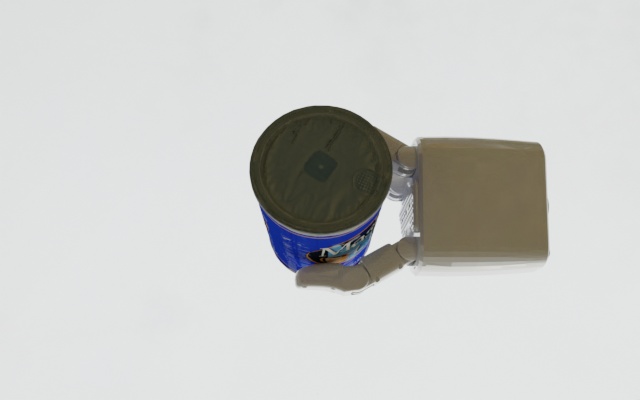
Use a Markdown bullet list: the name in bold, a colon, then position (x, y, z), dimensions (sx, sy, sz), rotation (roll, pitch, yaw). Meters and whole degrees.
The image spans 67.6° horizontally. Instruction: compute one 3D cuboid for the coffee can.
- **coffee can**: position (0.000, 0.001, 0.404), dimensions (0.103, 0.102, 0.140), rotation (0, -22, 0)
